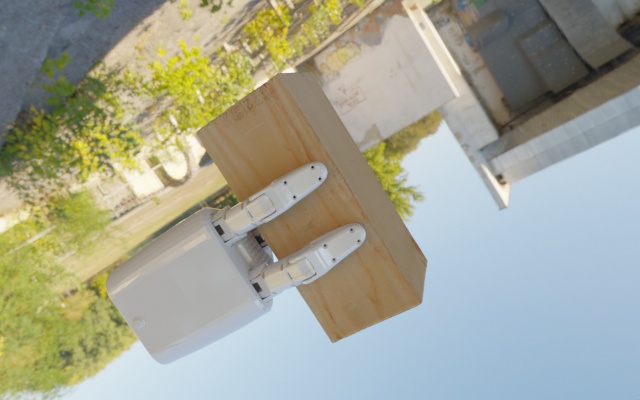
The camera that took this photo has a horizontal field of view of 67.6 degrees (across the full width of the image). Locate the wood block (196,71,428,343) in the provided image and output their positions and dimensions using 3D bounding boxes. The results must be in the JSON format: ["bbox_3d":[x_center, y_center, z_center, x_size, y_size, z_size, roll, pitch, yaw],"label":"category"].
[{"bbox_3d":[0.000,0.002,0.414,0.090,0.206,0.090,-30,6,20],"label":"wood block"}]
